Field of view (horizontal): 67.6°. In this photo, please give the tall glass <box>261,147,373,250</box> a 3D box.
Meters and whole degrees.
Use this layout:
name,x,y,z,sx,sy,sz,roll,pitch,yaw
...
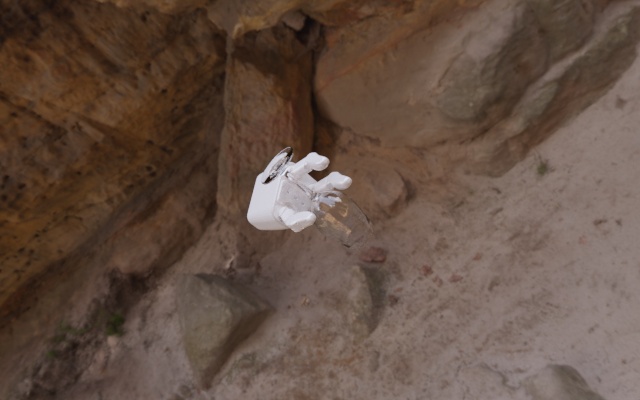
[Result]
name,x,y,z,sx,sy,sz,roll,pitch,yaw
tall glass,0.000,0.002,0.796,0.201,0.079,0.079,40,-19,-24
